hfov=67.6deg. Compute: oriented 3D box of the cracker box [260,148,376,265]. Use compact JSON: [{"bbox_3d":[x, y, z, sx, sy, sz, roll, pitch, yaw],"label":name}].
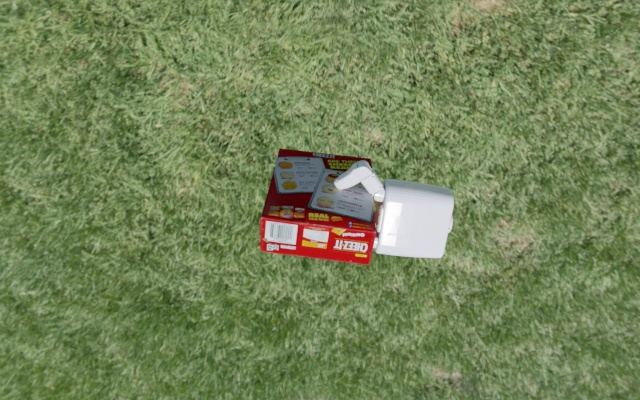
[{"bbox_3d":[0.000,0.002,0.761,0.164,0.072,0.213,7,33,-1],"label":"cracker box"}]
